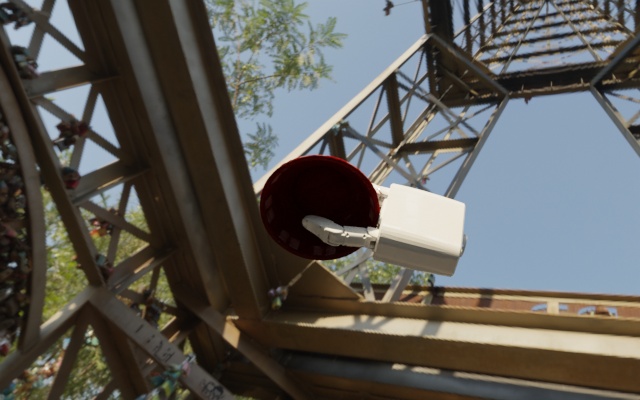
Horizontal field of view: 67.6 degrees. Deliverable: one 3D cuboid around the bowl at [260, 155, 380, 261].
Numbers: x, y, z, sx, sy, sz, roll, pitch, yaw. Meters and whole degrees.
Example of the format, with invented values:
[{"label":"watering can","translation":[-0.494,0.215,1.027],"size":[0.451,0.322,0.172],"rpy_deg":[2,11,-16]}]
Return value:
[{"label":"bowl","translation":[-0.001,0.001,0.659],"size":[0.162,0.162,0.055],"rpy_deg":[0,28,5]}]
